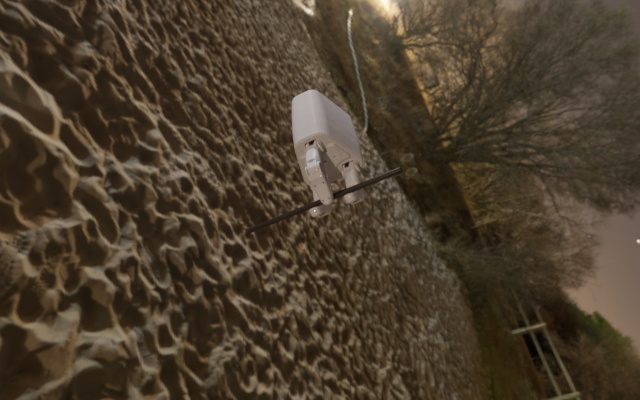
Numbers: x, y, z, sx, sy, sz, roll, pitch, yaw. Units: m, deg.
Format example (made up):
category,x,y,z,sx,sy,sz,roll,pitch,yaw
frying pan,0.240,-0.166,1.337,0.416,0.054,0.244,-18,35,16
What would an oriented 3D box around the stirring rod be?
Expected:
category,x,y,z,sx,sy,sz,roll,pitch,yaw
stirring rod,0.000,0.002,0.668,0.239,0.011,0.011,-22,-7,17
